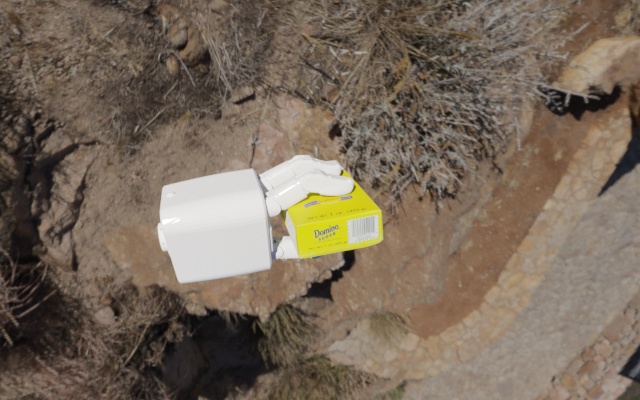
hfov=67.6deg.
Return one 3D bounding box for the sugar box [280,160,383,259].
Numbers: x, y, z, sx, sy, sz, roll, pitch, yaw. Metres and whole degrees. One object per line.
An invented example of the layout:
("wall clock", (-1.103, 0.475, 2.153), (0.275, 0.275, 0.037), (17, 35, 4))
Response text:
("sugar box", (0.000, 0.001, 0.562), (0.093, 0.048, 0.176), (-9, 26, -12))
